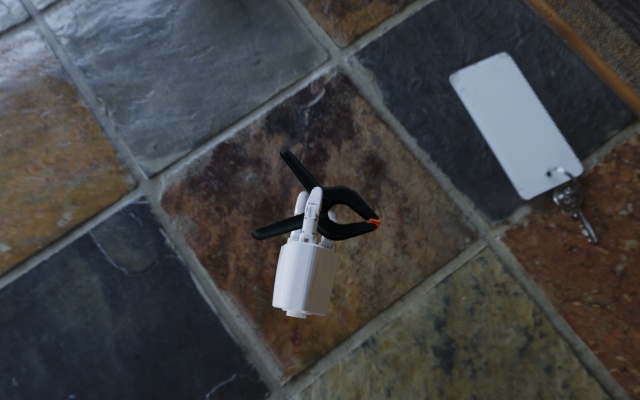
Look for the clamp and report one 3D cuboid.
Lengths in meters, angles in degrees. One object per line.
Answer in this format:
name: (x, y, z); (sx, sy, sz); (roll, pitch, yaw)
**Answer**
clamp: (0.001, 0.003, 0.810); (0.210, 0.164, 0.036); (9, -14, 4)
